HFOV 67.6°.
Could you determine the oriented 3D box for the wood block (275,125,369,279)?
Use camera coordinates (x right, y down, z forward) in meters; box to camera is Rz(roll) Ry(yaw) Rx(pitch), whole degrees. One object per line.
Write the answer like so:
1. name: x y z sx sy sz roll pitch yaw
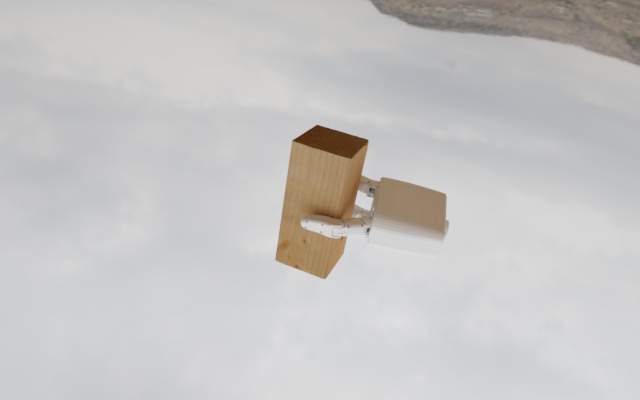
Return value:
1. wood block: 0.000 0.003 0.731 0.090 0.206 0.090 19 29 15
